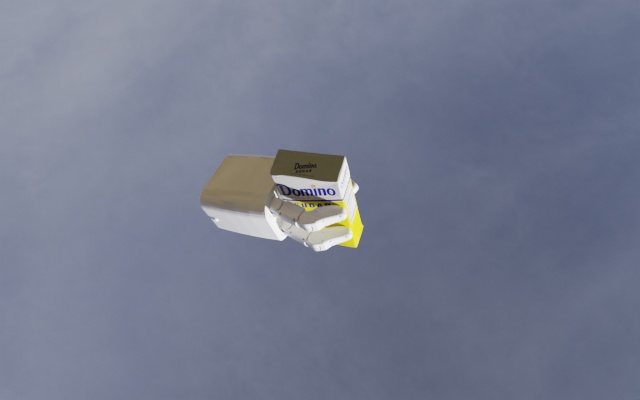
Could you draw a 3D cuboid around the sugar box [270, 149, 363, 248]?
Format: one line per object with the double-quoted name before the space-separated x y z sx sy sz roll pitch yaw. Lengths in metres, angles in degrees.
"sugar box" 0.000 0.003 0.658 0.093 0.048 0.176 8 -27 18
